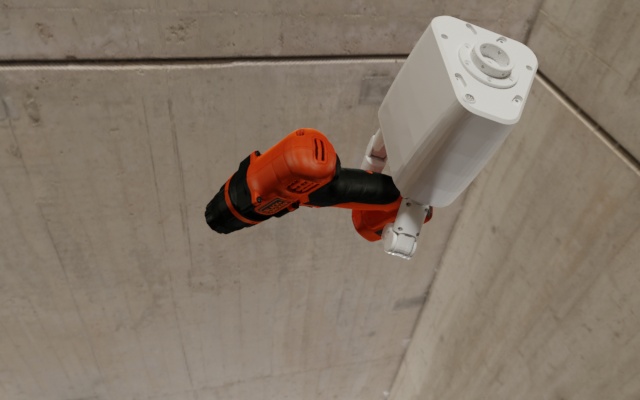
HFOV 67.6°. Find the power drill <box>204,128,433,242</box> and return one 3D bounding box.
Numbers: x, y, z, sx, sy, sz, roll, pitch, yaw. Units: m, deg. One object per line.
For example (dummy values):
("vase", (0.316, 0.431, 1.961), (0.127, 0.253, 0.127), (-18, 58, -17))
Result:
("power drill", (0.001, 0.001, 0.465), (0.187, 0.057, 0.184), (8, -22, -35))
